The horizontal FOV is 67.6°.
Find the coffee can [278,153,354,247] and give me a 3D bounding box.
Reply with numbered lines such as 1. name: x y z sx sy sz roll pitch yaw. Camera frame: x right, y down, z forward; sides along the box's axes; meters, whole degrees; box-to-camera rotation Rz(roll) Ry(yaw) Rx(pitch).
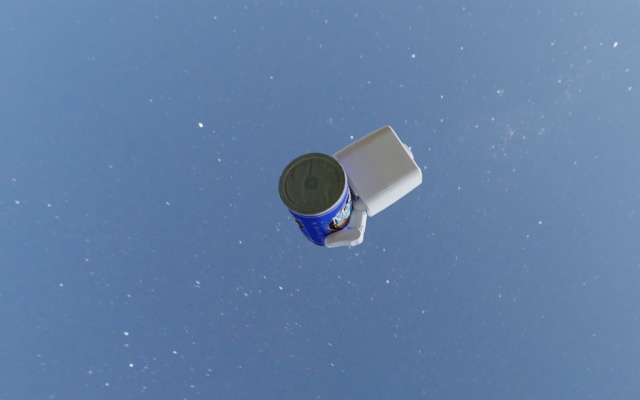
1. coffee can: 0.000 0.003 0.764 0.103 0.102 0.140 0 -25 12
